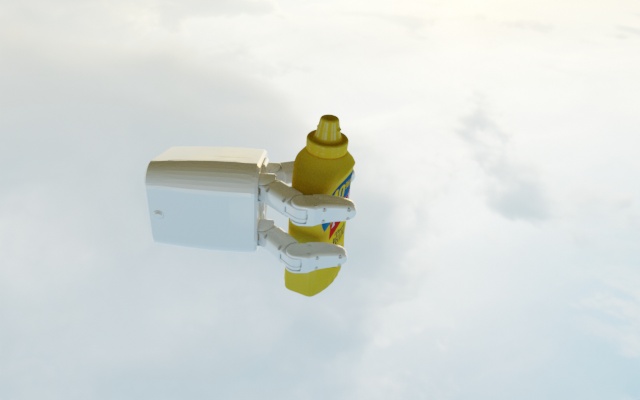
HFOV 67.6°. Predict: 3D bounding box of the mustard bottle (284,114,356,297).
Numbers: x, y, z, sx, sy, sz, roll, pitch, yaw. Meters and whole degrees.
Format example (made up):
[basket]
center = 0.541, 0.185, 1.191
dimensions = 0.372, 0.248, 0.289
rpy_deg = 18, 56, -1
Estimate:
[mustard bottle]
center = 0.000, 0.002, 0.498
dimensions = 0.058, 0.192, 0.096
rpy_deg = 18, 36, 18
